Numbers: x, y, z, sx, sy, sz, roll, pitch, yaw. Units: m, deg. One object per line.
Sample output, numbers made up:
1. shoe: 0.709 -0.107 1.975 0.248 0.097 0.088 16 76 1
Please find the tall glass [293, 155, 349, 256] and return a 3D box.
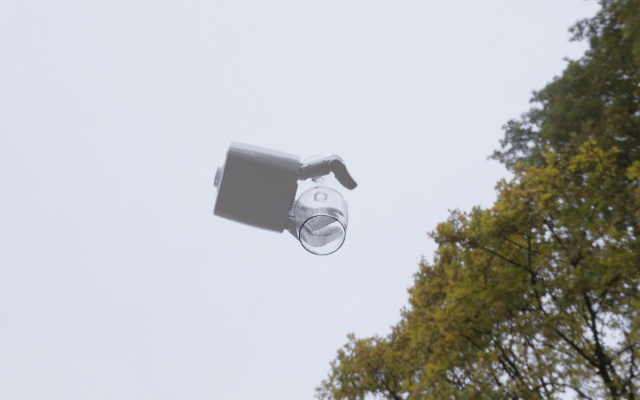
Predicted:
1. tall glass: 0.000 0.002 0.706 0.079 0.079 0.201 0 26 -2
